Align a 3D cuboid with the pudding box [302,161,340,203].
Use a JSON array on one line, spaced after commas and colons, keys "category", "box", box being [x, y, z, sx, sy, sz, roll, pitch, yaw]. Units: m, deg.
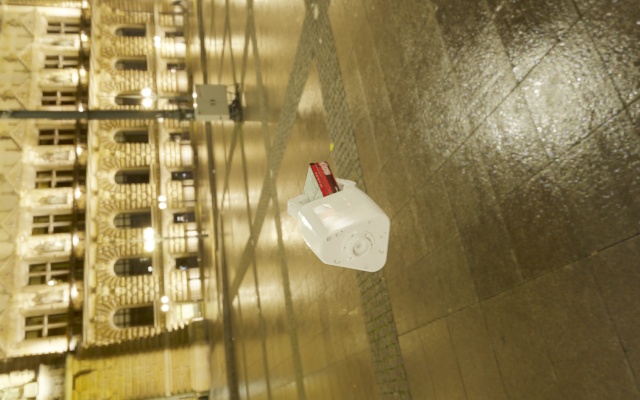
[{"category": "pudding box", "box": [0.000, 0.003, 0.823, 0.039, 0.090, 0.114, -5, -40, -20]}]
